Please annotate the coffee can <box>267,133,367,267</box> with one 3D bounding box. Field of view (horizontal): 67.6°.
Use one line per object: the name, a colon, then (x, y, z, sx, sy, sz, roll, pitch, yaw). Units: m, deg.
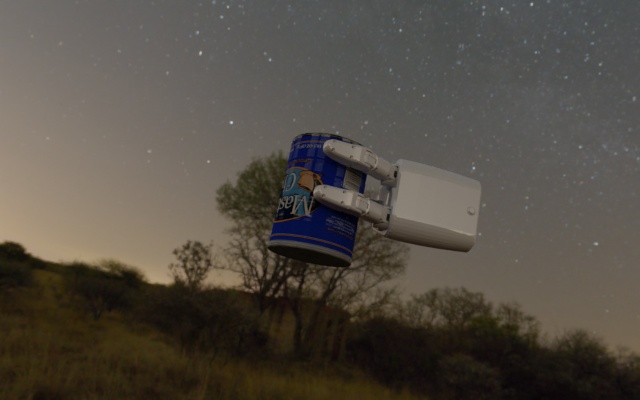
coffee can: (0.000, 0.002, 0.588, 0.103, 0.140, 0.103, 11, -15, 3)
